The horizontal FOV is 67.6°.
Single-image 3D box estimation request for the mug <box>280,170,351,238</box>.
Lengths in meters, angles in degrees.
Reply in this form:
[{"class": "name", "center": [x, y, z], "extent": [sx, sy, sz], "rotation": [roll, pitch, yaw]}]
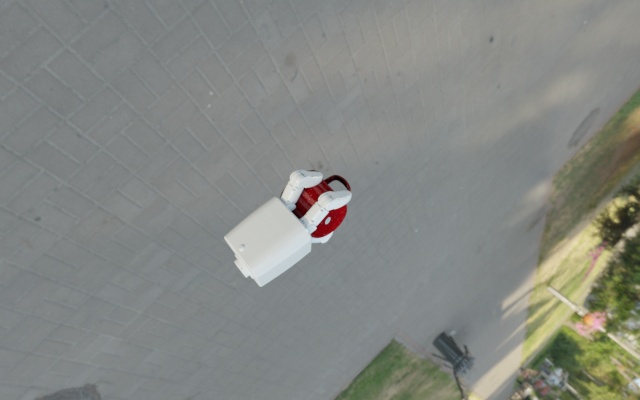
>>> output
[{"class": "mug", "center": [0.001, 0.002, 0.808], "extent": [0.117, 0.081, 0.093], "rotation": [-36, -32, -14]}]
